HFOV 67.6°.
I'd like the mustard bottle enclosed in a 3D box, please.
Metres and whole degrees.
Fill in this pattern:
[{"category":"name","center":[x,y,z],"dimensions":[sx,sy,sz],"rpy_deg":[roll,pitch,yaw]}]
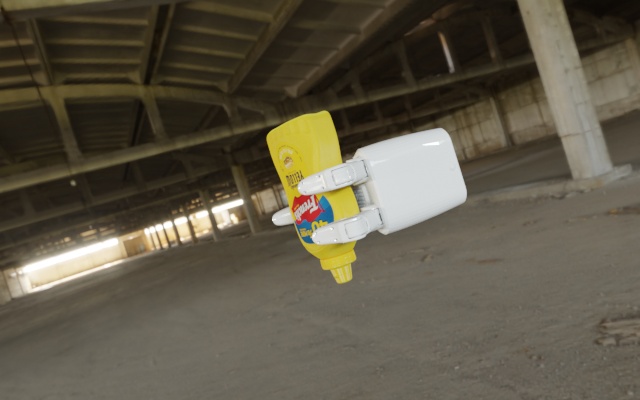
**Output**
[{"category":"mustard bottle","center":[0.000,0.002,0.549],"dimensions":[0.058,0.191,0.096],"rpy_deg":[-19,2,-38]}]
